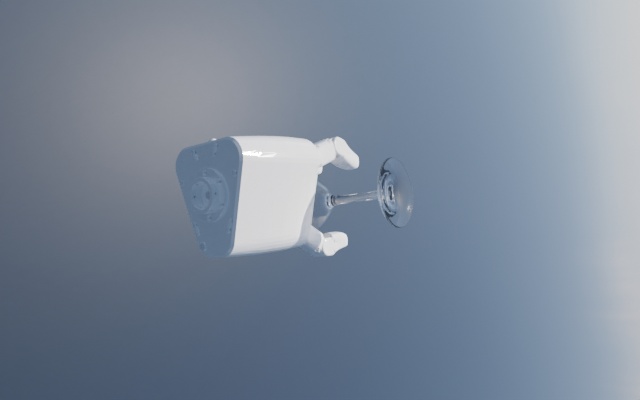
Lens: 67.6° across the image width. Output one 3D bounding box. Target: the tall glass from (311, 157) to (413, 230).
[{"bbox_3d":[0.001,0.002,0.556,0.201,0.079,0.079,-7,-5,37],"label":"tall glass"}]
